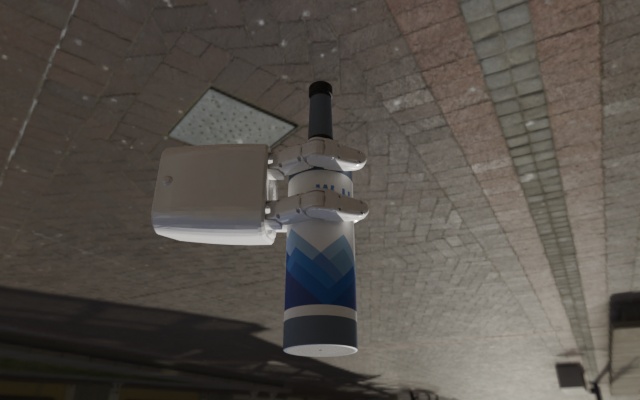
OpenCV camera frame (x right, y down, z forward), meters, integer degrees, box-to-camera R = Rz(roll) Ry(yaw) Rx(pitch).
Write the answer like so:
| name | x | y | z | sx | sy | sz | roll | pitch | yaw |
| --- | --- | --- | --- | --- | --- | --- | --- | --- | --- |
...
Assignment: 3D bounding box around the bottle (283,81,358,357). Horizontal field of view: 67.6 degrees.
| name | x | y | z | sx | sy | sz | roll | pitch | yaw |
| --- | --- | --- | --- | --- | --- | --- | --- | --- | --- |
| bottle | 0.000 | 0.002 | 0.487 | 0.069 | 0.295 | 0.069 | 0 | -26 | 0 |
